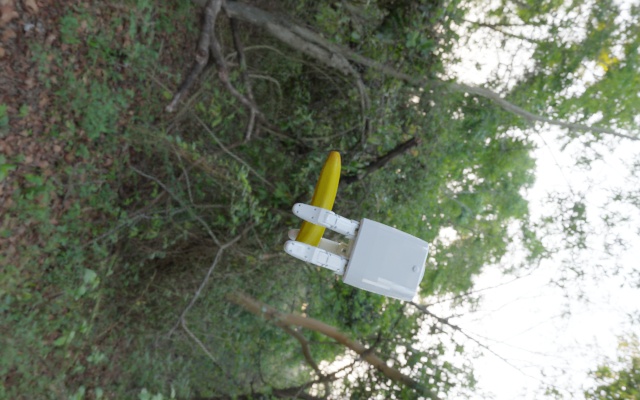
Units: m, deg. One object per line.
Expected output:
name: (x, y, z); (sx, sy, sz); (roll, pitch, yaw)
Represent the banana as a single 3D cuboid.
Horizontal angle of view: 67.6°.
banana: (-0.003, 0.015, 0.744); (0.037, 0.197, 0.070); (18, -32, 4)
